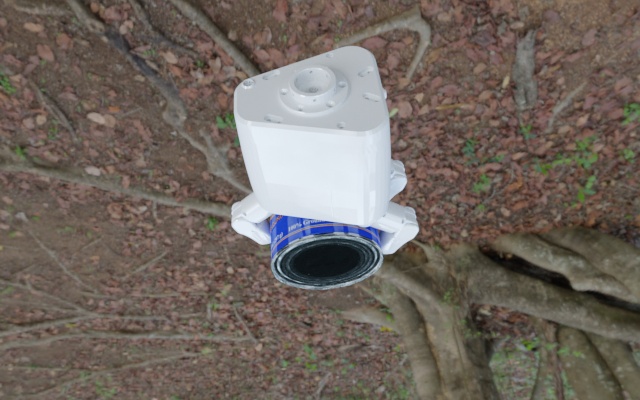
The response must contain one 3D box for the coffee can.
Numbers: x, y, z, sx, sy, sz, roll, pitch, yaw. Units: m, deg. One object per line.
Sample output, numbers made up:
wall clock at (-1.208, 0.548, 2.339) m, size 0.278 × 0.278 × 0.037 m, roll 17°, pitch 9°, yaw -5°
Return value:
coffee can at (0.000, 0.002, 0.470) m, size 0.103 × 0.140 × 0.103 m, roll -4°, pitch -35°, yaw -3°
